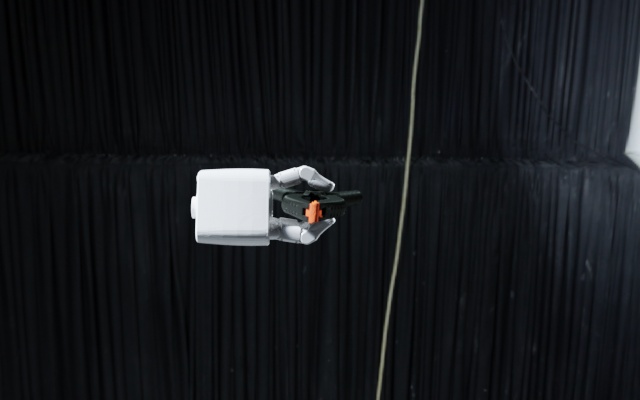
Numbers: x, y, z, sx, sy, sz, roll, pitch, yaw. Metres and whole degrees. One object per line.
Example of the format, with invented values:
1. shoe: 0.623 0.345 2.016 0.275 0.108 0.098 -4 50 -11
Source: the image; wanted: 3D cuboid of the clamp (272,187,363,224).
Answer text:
1. clamp: 0.000 0.002 0.734 0.164 0.036 0.210 2 8 -8
